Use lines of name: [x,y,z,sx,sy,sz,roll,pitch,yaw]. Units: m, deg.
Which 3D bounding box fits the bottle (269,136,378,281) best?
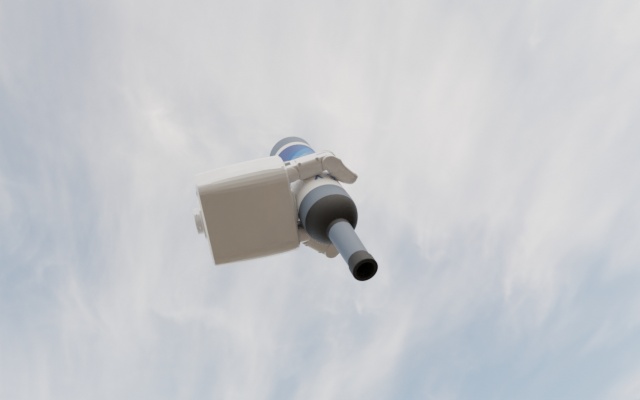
bottle: [0.000,0.002,0.592,0.069,0.069,0.295,0,27,-20]
